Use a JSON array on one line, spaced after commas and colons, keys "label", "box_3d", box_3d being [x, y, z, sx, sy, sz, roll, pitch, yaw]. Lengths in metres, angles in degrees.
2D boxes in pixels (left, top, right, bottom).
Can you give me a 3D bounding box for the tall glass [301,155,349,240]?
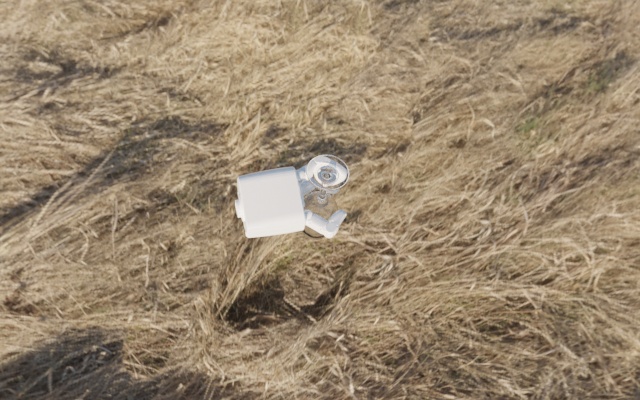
[{"label": "tall glass", "box_3d": [0.000, 0.003, 0.899, 0.079, 0.079, 0.201, 0, -31, -8]}]
